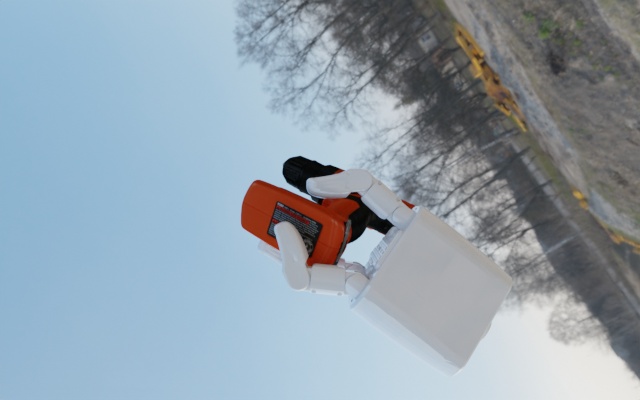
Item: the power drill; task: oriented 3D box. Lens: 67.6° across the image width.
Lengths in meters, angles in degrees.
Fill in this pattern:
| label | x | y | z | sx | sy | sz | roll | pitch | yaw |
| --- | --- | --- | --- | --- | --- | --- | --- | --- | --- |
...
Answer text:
| label | x | y | z | sx | sy | sz | roll | pitch | yaw |
| --- | --- | --- | --- | --- | --- | --- | --- | --- | --- |
| power drill | 0.000 | 0.002 | 0.513 | 0.184 | 0.057 | 0.187 | 25 | 20 | 23 |
